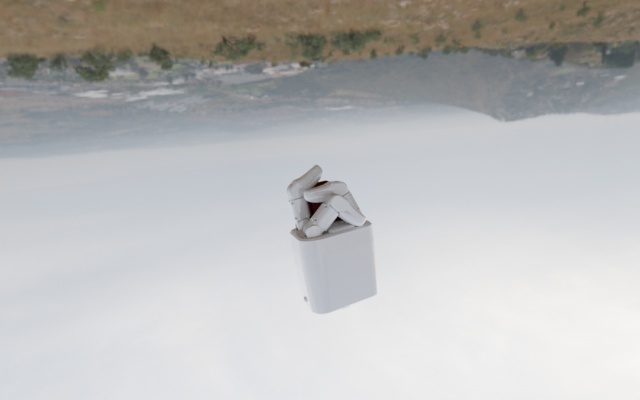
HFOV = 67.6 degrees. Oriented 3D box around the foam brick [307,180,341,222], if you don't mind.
[{"bbox_3d":[0.000,0.002,0.708,0.053,0.051,0.078,-14,9,-13],"label":"foam brick"}]
